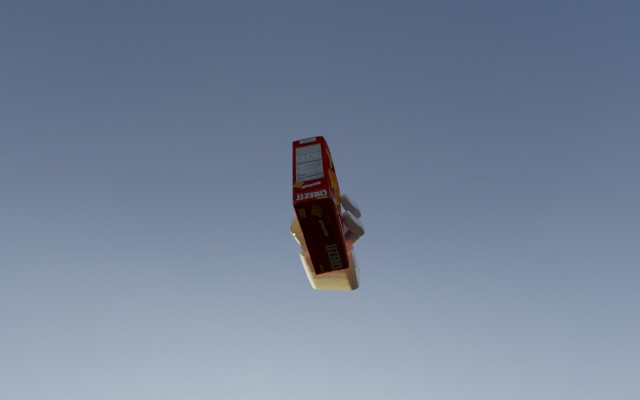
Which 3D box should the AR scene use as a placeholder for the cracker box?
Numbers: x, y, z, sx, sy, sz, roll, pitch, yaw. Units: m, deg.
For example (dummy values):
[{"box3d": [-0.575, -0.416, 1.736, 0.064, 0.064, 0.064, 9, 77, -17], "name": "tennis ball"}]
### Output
[{"box3d": [0.000, 0.003, 0.887, 0.072, 0.164, 0.213, -13, 36, 5], "name": "cracker box"}]
